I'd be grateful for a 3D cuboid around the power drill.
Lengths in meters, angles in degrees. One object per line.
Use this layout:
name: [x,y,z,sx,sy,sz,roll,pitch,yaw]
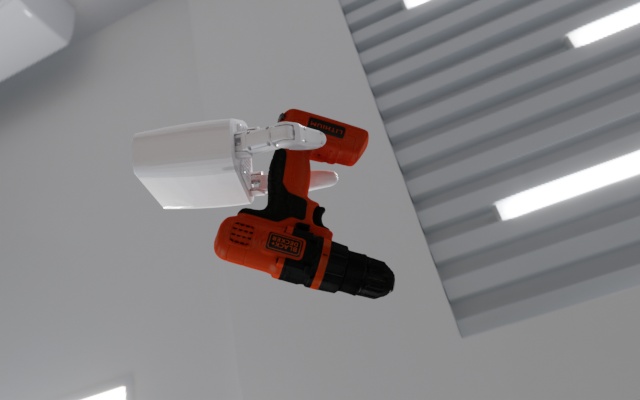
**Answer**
power drill: [0.000,0.001,0.508,0.184,0.187,0.057,17,-30,-6]
